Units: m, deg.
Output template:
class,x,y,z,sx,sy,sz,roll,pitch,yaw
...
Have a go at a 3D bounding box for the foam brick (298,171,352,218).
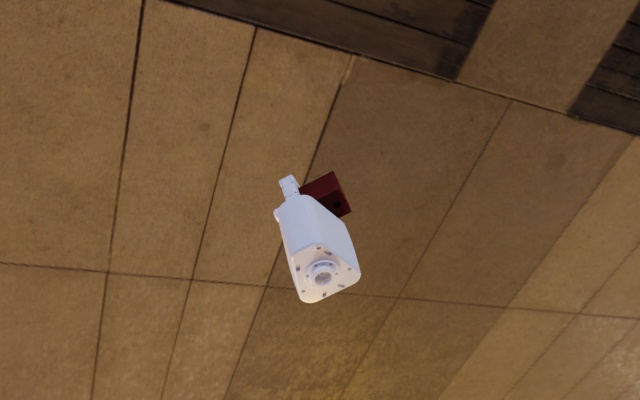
class,x,y,z,sx,sy,sz,roll,pitch,yaw
foam brick,0.000,0.002,0.736,0.078,0.053,0.051,-27,37,5
